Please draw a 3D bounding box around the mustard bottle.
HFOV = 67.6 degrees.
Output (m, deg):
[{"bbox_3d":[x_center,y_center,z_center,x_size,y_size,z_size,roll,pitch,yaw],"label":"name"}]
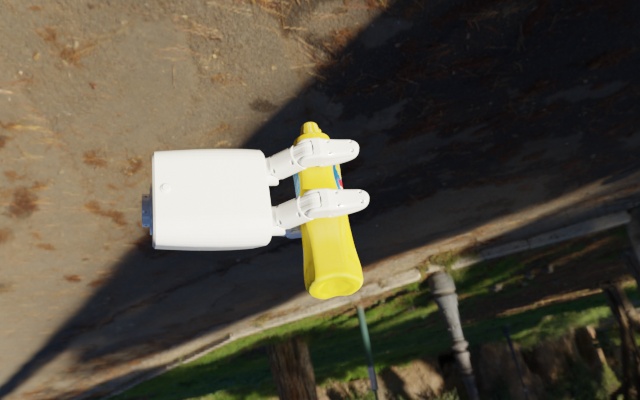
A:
[{"bbox_3d":[0.000,0.002,0.508,0.058,0.191,0.096,-10,-23,2],"label":"mustard bottle"}]
